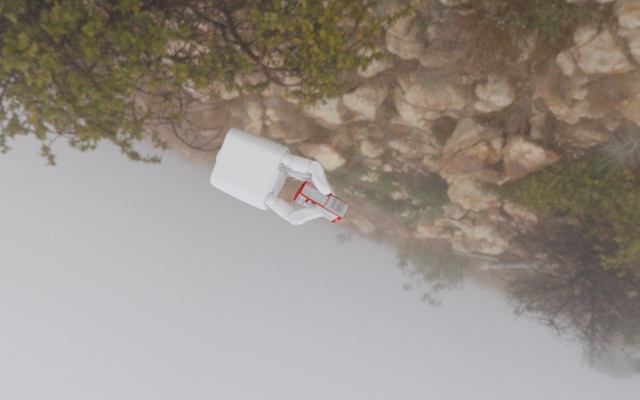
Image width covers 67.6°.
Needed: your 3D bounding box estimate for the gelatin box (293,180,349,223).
[{"bbox_3d":[0.000,0.003,0.837,0.089,0.030,0.073,30,-13,-4],"label":"gelatin box"}]
